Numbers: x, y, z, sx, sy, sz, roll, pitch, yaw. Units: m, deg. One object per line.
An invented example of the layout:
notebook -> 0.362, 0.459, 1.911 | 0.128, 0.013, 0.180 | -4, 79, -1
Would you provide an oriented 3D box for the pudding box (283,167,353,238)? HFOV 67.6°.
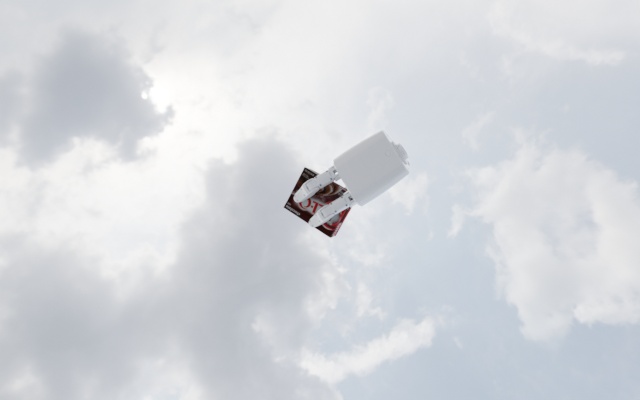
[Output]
pudding box -> 0.000, 0.003, 0.896 | 0.113, 0.090, 0.039 | 32, 11, 19
